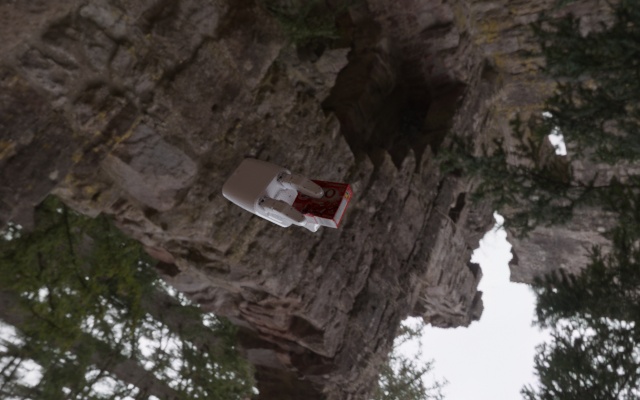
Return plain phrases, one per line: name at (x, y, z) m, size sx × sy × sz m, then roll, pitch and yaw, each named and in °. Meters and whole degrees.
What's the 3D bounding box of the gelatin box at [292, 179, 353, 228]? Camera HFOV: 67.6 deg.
gelatin box at (0.001, 0.003, 0.808) m, size 0.089 × 0.073 × 0.030 m, roll 10°, pitch -31°, yaw 30°
